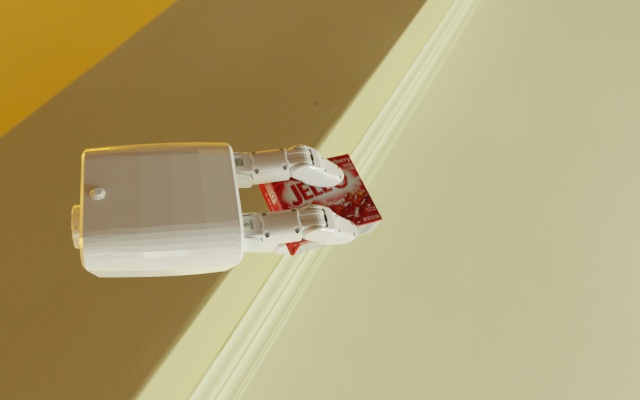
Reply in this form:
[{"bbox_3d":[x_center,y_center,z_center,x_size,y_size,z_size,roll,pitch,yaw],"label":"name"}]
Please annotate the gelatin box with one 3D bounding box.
[{"bbox_3d":[0.000,0.002,0.425,0.089,0.073,0.030,-14,-24,-29],"label":"gelatin box"}]
